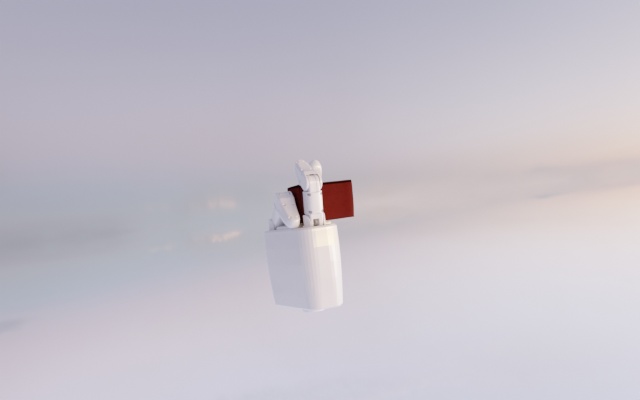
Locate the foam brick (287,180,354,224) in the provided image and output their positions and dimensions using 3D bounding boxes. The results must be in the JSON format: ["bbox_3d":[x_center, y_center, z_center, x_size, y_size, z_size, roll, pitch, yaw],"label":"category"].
[{"bbox_3d":[0.000,0.002,0.655,0.078,0.051,0.053,-7,-1,-22],"label":"foam brick"}]
